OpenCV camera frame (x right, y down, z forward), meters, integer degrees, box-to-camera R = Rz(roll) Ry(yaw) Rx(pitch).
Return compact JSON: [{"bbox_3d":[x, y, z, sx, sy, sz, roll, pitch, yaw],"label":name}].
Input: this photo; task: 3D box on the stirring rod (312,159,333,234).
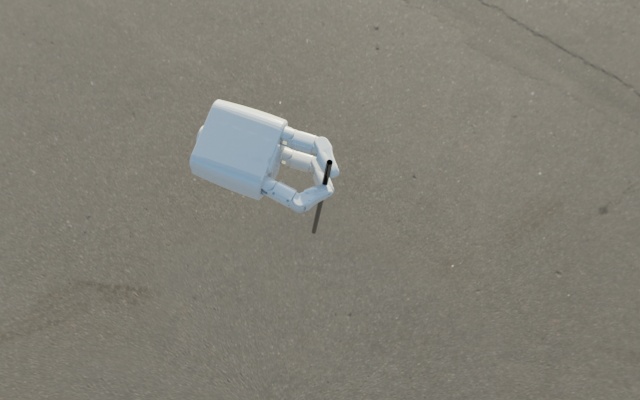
[{"bbox_3d":[0.000,0.002,0.721,0.011,0.011,0.240,0,-25,-6],"label":"stirring rod"}]
